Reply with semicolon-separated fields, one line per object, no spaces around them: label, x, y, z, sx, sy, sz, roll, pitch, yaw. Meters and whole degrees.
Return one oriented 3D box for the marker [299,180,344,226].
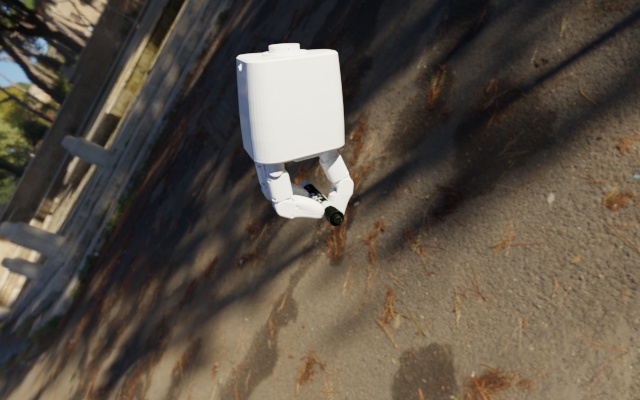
marker;0.000;0.002;0.587;0.020;0.020;0.121;0;20;-21
